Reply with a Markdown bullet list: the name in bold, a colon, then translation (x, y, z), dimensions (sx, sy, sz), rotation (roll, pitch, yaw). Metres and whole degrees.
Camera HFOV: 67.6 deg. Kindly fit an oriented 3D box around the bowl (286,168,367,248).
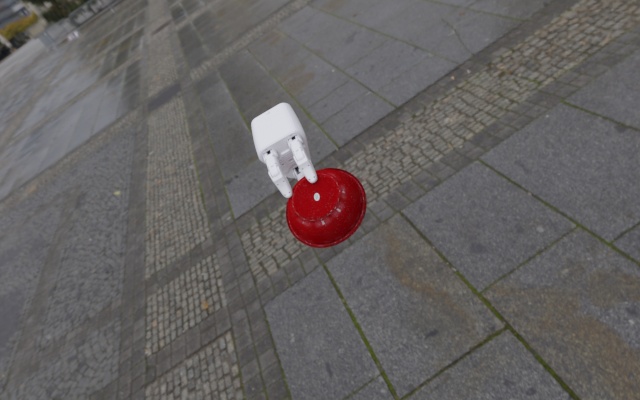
- **bowl**: translation (0.001, 0.004, 0.876), dimensions (0.162, 0.162, 0.055), rotation (0, -21, 22)
